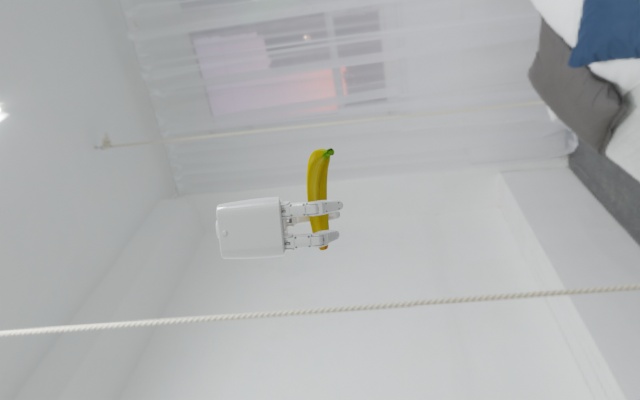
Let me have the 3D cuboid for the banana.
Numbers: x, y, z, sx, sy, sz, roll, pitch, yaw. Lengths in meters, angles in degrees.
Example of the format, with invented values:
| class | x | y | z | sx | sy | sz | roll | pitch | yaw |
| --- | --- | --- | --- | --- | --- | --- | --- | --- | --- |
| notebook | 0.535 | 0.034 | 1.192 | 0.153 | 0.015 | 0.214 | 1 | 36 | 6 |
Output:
| class | x | y | z | sx | sy | sz | roll | pitch | yaw |
| --- | --- | --- | --- | --- | --- | --- | --- | --- | --- |
| banana | -0.003 | -0.010 | 0.822 | 0.037 | 0.198 | 0.069 | -5 | 31 | -9 |
